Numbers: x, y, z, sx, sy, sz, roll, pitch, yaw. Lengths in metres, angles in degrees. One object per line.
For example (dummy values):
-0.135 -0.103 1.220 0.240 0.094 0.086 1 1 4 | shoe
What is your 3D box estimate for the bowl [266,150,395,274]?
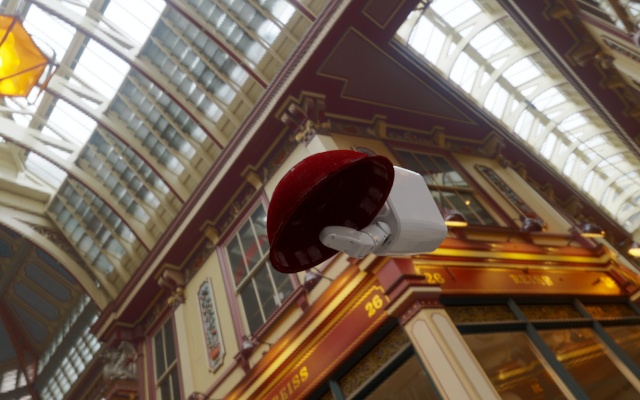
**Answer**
-0.001 0.001 0.499 0.055 0.162 0.162 47 25 26 | bowl
